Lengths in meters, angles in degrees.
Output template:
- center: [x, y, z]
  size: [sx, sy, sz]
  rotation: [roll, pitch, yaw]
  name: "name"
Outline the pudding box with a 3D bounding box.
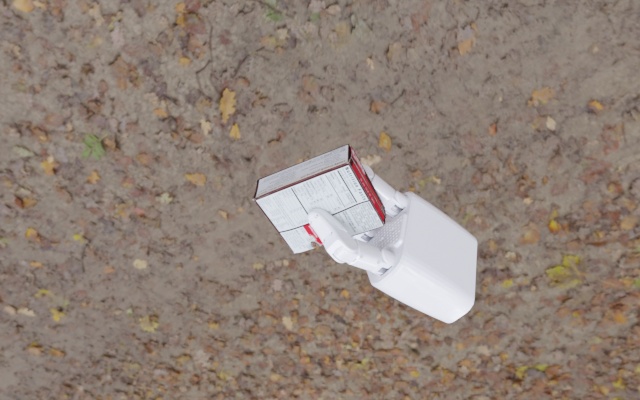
- center: [0.000, 0.002, 0.498]
  size: [0.113, 0.090, 0.039]
  rotation: [-20, 34, 18]
  name: "pudding box"
